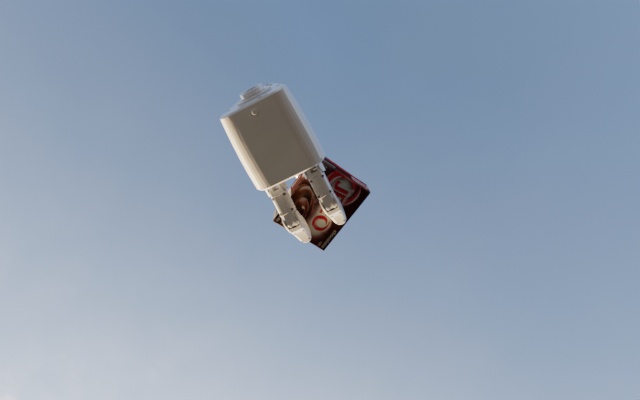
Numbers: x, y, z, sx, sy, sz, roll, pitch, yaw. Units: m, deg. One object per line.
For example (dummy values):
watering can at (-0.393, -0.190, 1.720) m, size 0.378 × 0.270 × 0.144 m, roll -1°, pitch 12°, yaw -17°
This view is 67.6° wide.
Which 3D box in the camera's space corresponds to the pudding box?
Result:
pudding box at (0.000, 0.002, 0.669) m, size 0.090 × 0.113 × 0.039 m, roll 32°, pitch 19°, yaw -18°
